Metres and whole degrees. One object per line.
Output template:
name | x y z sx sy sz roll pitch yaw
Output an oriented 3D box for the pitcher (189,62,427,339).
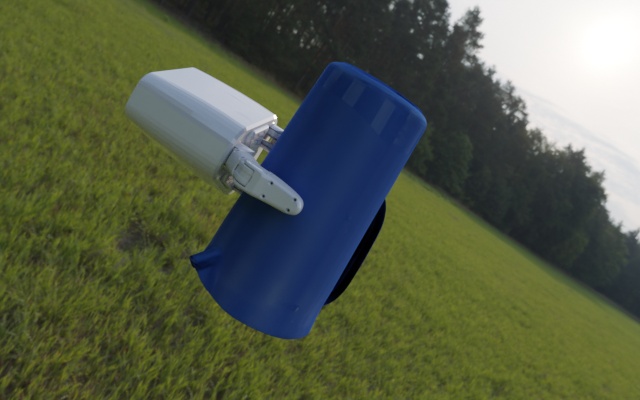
pitcher | 0.000 0.001 0.466 0.145 0.243 0.149 33 9 4
